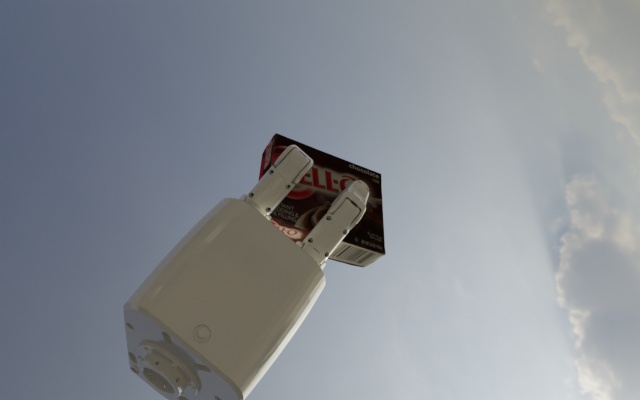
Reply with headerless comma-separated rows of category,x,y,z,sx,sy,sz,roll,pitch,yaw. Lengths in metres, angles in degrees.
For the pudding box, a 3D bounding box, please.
pudding box,0.000,0.001,0.417,0.113,0.090,0.039,20,-39,-23
